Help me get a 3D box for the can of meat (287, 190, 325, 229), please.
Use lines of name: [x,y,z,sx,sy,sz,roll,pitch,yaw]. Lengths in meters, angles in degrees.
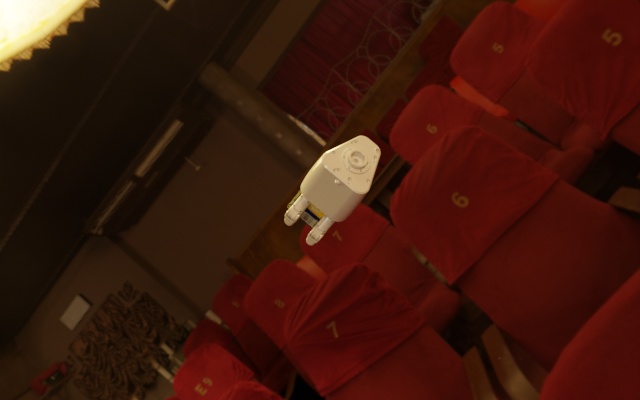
can of meat: [0.000,0.003,0.896,0.084,0.102,0.057,40,-30,2]
